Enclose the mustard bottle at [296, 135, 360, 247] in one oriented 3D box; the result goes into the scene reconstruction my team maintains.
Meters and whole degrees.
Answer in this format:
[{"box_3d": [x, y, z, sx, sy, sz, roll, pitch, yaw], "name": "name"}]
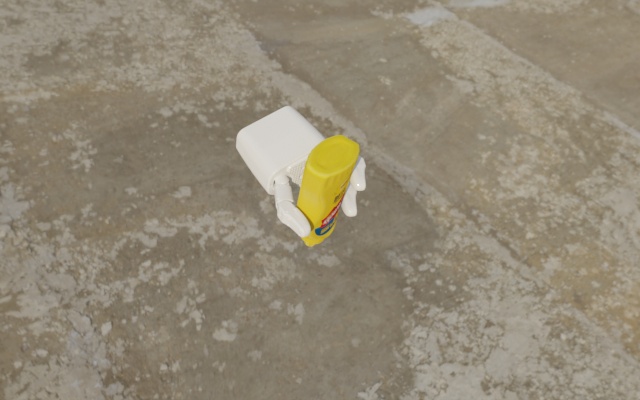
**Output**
[{"box_3d": [0.000, 0.002, 0.695, 0.058, 0.192, 0.096, 30, 47, 13], "name": "mustard bottle"}]
